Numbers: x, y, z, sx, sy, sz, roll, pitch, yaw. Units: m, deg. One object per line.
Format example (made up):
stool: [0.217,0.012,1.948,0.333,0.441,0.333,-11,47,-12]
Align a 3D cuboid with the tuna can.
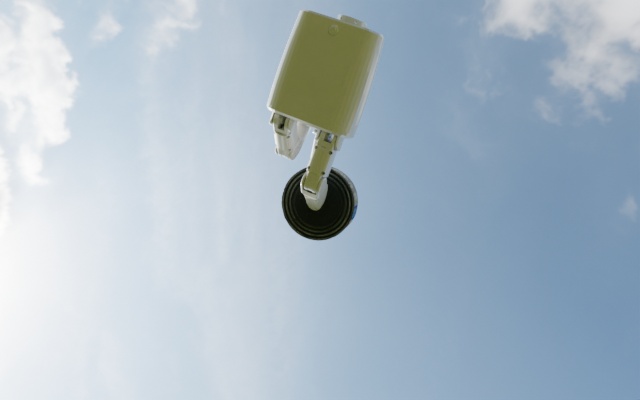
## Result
tuna can: [0.000,0.002,0.559,0.086,0.086,0.034,0,6,14]
